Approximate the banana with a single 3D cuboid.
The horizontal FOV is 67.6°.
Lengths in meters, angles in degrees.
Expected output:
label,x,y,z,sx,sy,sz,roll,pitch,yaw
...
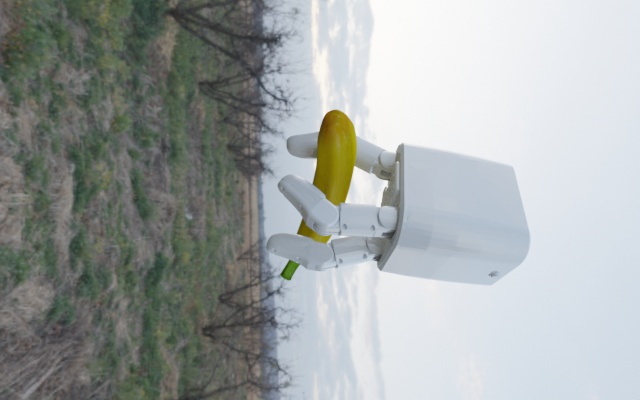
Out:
label,x,y,z,sx,sy,sz,roll,pitch,yaw
banana,0.005,-0.007,0.438,0.037,0.198,0.069,21,40,6
